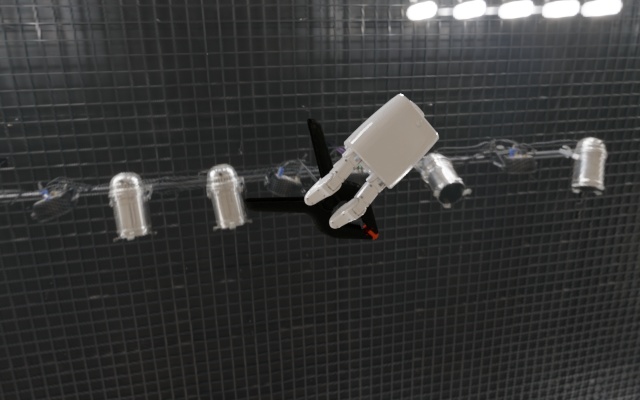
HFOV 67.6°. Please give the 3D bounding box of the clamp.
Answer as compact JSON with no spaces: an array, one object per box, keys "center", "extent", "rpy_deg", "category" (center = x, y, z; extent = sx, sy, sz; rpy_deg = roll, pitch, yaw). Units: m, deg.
[{"center":[0.001,0.002,0.731],"extent":[0.210,0.164,0.036],"rpy_deg":[44,7,-21],"category":"clamp"}]
